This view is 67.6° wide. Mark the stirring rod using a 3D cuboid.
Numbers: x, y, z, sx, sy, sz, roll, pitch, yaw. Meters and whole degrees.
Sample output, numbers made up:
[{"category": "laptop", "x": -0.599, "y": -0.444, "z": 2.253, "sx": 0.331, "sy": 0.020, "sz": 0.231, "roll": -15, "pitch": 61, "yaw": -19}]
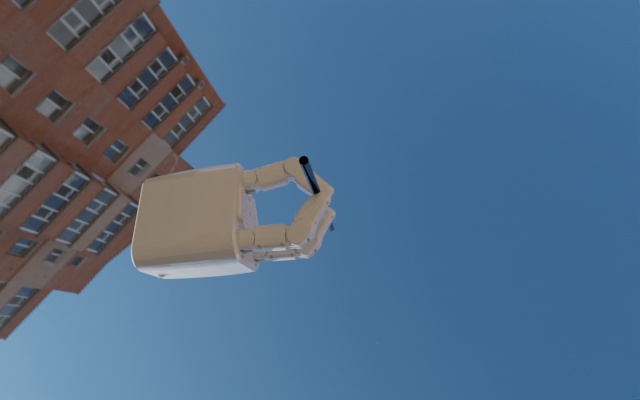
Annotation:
[{"category": "stirring rod", "x": 0.000, "y": 0.002, "z": 0.502, "sx": 0.011, "sy": 0.011, "sz": 0.240, "roll": 0, "pitch": -17, "yaw": 7}]
